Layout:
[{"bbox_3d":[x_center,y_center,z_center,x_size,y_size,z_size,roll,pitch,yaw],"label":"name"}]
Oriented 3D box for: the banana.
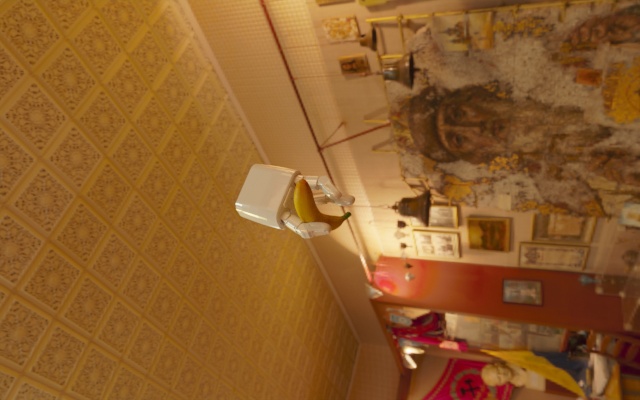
[{"bbox_3d":[-0.007,0.020,0.897,0.037,0.069,0.198,25,-5,33],"label":"banana"}]
